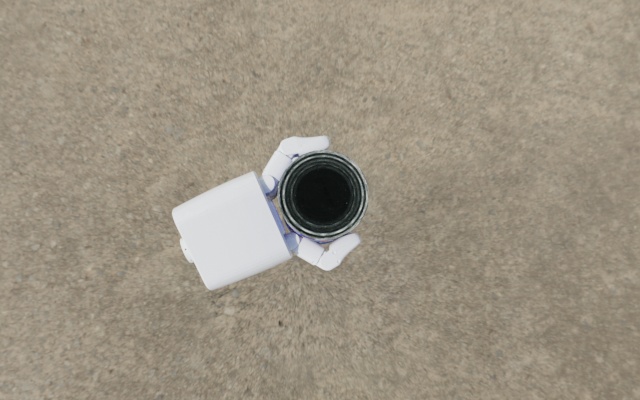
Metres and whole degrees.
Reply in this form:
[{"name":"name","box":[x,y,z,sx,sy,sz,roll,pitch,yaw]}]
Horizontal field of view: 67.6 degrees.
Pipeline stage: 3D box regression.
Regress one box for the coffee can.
[{"name":"coffee can","box":[0.000,0.002,0.599,0.103,0.103,0.140,0,-7,-3]}]
